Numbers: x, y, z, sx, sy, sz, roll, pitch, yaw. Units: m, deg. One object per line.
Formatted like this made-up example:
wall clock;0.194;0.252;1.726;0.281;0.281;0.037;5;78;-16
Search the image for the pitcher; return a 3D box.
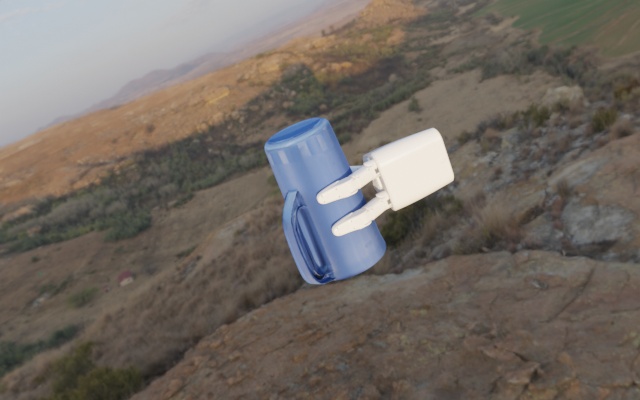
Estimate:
pitcher;0.000;0.002;0.759;0.145;0.243;0.149;-24;20;-1
